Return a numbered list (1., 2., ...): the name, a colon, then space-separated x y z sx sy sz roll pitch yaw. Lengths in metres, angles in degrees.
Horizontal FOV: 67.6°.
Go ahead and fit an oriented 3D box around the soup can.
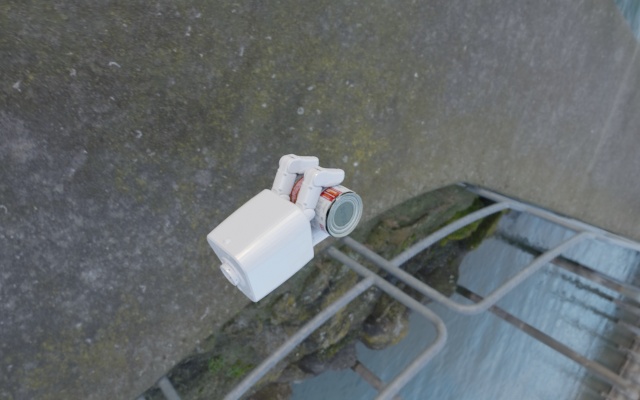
1. soup can: 0.001 0.002 0.665 0.068 0.068 0.102 0 20 -44
